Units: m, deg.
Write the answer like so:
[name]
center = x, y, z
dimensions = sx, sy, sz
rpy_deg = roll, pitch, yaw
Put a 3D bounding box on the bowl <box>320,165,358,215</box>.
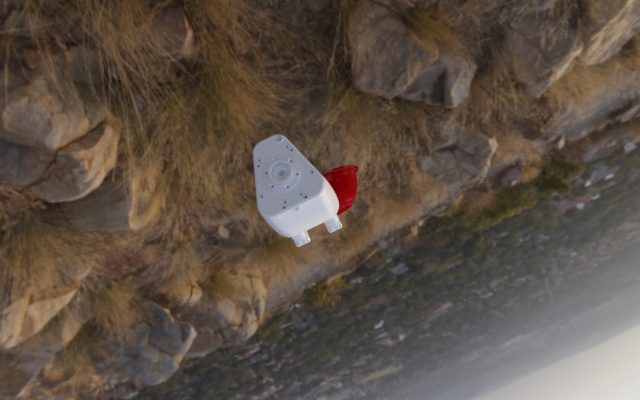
[bowl]
center = 0.001, 0.003, 0.786
dimensions = 0.162, 0.055, 0.162
rpy_deg = -25, -9, -4
